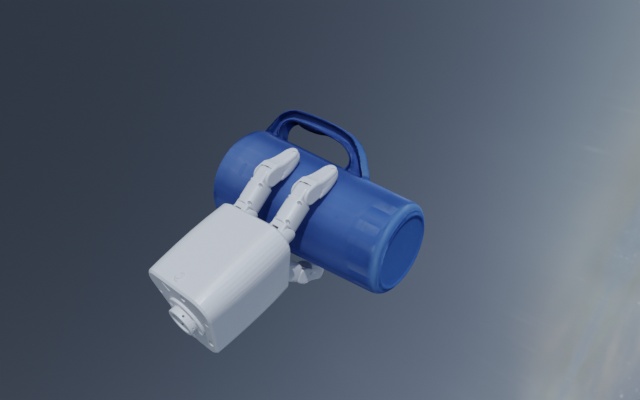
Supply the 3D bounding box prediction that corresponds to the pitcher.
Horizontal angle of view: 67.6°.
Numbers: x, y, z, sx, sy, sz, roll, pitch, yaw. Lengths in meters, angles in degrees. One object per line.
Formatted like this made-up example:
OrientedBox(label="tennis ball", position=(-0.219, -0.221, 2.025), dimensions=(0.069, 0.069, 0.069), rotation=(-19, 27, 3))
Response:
OrientedBox(label="pitcher", position=(0.000, 0.002, 0.574), dimensions=(0.242, 0.149, 0.145), rotation=(25, 50, 32))
